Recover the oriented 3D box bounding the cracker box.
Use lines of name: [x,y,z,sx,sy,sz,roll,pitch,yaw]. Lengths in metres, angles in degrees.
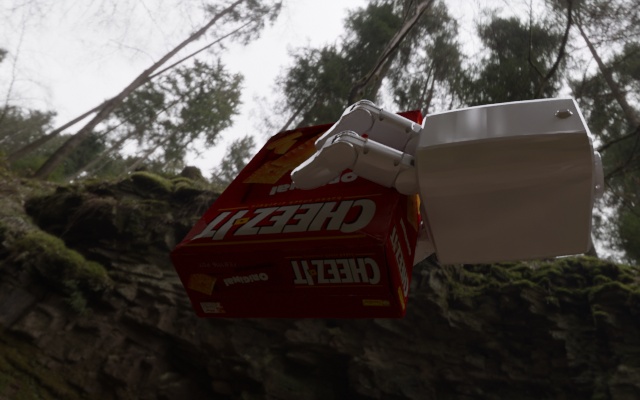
cracker box: [0.000,0.001,0.409,0.164,0.072,0.213,-6,29,22]
